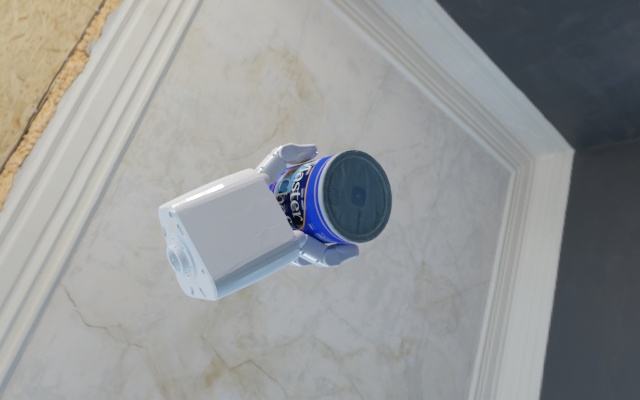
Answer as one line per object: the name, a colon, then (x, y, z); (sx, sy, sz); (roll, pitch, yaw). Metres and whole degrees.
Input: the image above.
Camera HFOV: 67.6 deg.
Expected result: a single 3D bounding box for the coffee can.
coffee can: (0.000, 0.002, 0.573); (0.103, 0.103, 0.140); (0, -6, -37)
